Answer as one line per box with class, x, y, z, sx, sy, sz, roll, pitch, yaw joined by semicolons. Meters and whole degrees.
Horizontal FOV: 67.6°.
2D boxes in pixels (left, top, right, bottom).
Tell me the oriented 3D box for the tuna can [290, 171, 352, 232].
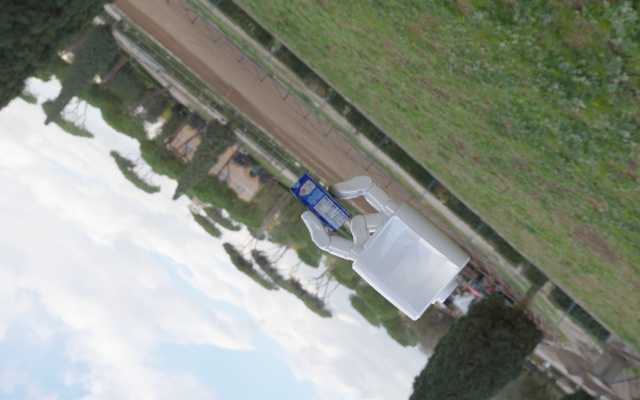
tuna can;0.000;0.002;0.634;0.086;0.034;0.086;44;1;-1
